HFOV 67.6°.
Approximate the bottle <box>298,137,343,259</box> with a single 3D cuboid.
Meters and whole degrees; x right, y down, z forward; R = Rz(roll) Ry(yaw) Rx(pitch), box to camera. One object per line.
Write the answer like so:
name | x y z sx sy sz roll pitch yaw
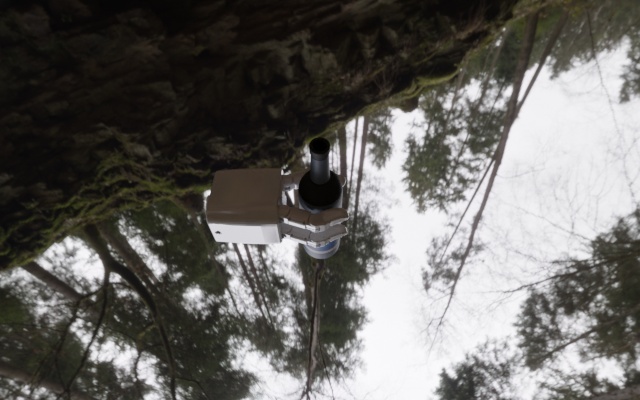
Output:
bottle | 0.000 0.003 0.742 0.069 0.069 0.296 0 -30 1
